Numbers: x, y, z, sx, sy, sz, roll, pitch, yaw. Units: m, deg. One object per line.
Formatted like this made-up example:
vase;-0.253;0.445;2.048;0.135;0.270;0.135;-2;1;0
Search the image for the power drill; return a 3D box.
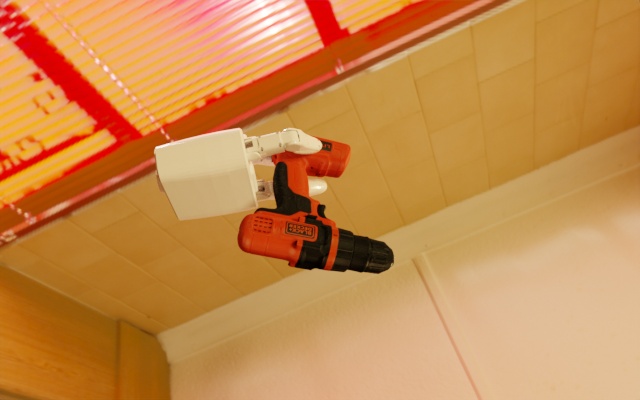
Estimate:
power drill;0.000;0.002;0.596;0.184;0.187;0.057;12;-44;-10
